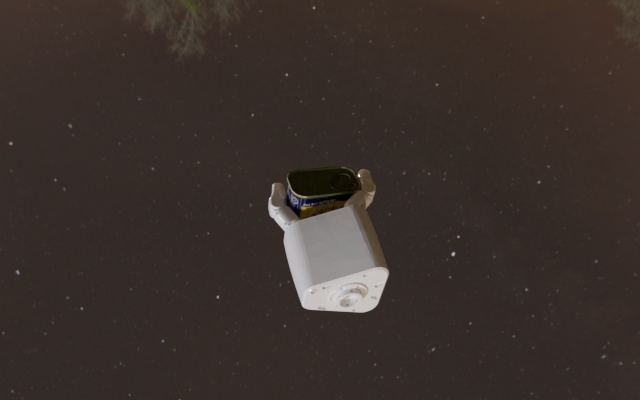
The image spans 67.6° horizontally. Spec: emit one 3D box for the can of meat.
[{"bbox_3d":[0.000,0.002,0.694,0.102,0.084,0.057,-7,45,-18],"label":"can of meat"}]
